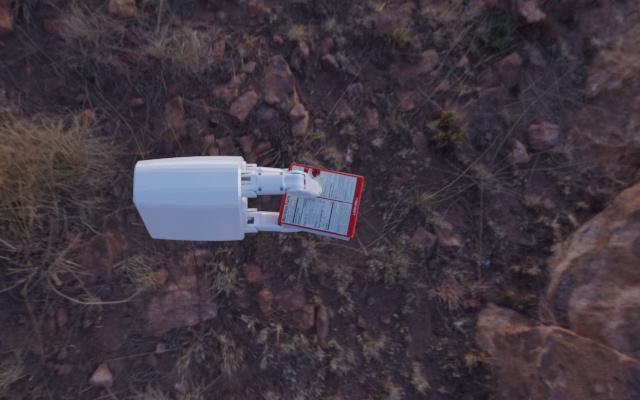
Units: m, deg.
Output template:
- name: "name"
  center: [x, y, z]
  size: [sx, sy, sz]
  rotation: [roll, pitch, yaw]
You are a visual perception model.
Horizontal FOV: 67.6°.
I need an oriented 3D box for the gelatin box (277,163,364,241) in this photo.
- name: "gelatin box"
  center: [0.000, 0.002, 0.555]
  size: [0.089, 0.073, 0.030]
  rotation: [11, -12, 0]
